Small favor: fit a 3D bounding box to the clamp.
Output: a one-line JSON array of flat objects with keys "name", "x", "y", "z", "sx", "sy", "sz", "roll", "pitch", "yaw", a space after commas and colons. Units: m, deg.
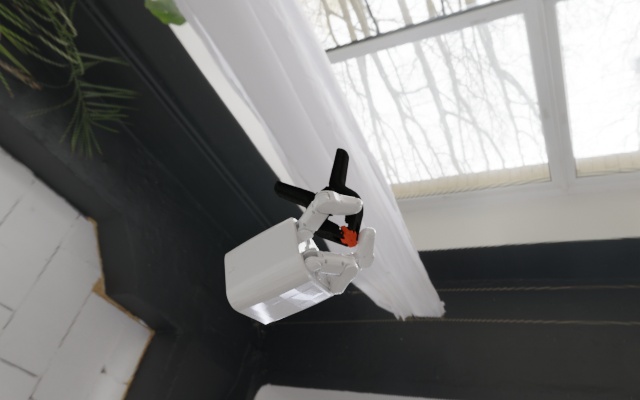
[{"name": "clamp", "x": 0.000, "y": 0.003, "z": 0.657, "sx": 0.120, "sy": 0.171, "sz": 0.039, "roll": -27, "pitch": -49, "yaw": 10}]
